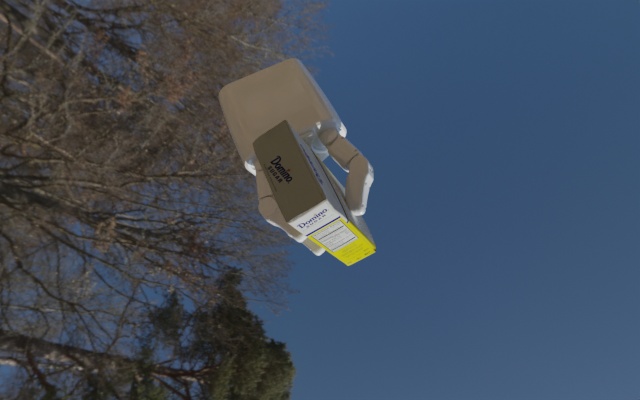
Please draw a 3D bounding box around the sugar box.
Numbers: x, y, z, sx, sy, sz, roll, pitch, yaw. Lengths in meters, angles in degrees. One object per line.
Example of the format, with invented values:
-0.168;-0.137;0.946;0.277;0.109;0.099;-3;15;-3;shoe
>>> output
0.000;0.002;0.481;0.048;0.093;0.176;-32;-28;10;sugar box
